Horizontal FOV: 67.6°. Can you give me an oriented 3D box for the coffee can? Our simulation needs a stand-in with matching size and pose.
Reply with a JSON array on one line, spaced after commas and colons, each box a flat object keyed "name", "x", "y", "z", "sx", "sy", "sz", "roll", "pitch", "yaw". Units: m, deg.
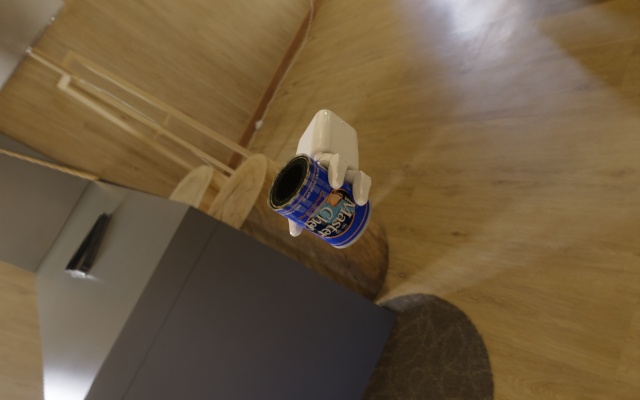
[{"name": "coffee can", "x": 0.000, "y": 0.003, "z": 0.778, "sx": 0.140, "sy": 0.102, "sz": 0.103, "roll": 33, "pitch": -18, "yaw": -30}]
